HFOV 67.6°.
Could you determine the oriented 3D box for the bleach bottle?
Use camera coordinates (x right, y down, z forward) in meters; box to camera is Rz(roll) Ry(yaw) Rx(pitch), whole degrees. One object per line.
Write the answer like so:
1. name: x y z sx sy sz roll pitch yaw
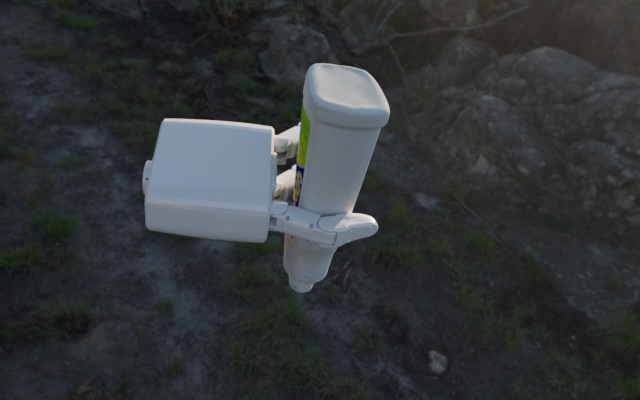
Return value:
1. bleach bottle: 0.000 0.001 0.475 0.068 0.251 0.102 5 36 -10
